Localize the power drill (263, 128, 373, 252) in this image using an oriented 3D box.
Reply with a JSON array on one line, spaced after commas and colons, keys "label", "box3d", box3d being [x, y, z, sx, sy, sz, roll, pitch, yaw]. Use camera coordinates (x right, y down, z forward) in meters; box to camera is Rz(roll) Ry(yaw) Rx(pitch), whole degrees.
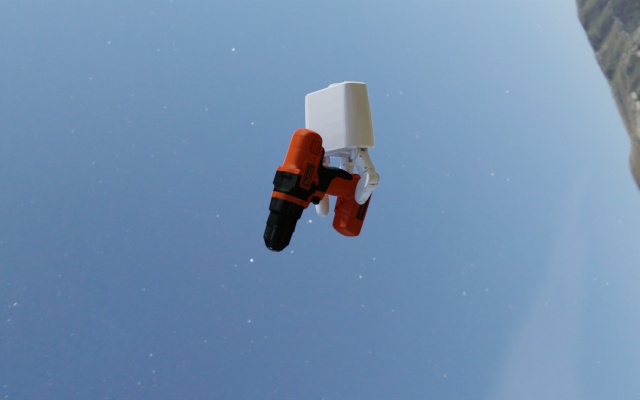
[{"label": "power drill", "box3d": [0.000, 0.002, 0.744, 0.057, 0.184, 0.188, 15, -5, 40]}]
